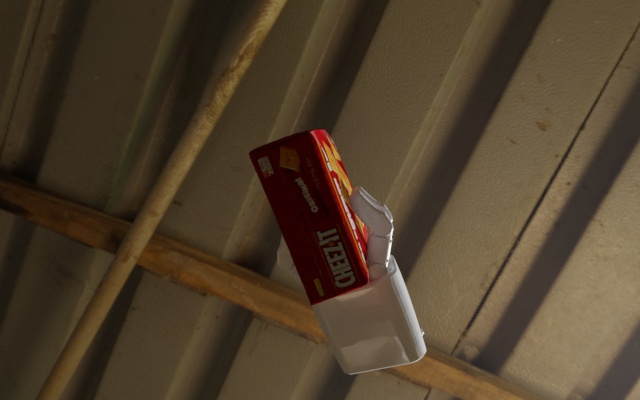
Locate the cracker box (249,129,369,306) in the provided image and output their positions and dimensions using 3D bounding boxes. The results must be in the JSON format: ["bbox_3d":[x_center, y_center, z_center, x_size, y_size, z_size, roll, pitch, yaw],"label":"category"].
[{"bbox_3d":[0.000,0.002,0.557,0.072,0.164,0.213,-21,7,7],"label":"cracker box"}]
